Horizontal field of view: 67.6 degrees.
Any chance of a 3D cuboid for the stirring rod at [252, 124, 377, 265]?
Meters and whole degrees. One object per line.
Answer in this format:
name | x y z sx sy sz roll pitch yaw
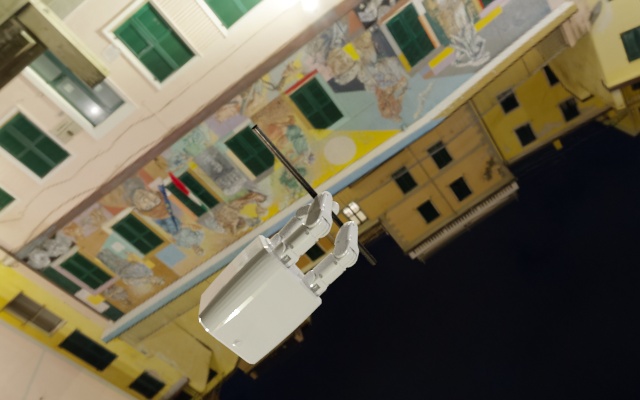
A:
stirring rod | 0.000 0.002 0.560 0.011 0.011 0.240 0 -41 50
